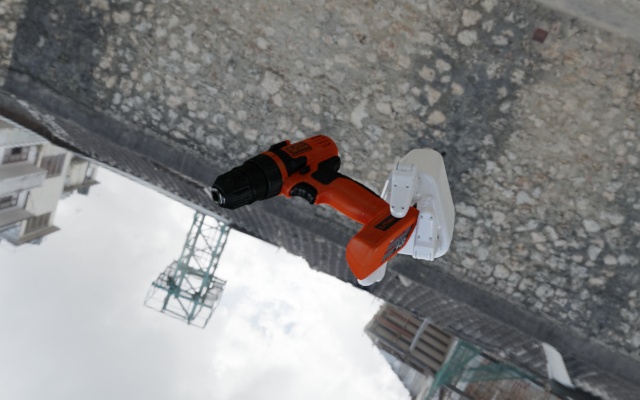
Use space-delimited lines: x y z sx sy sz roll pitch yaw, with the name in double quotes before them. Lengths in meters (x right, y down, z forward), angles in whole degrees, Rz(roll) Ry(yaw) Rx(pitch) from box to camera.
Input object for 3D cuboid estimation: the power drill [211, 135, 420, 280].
"power drill" 0.001 0.002 0.527 0.187 0.057 0.184 38 44 23
